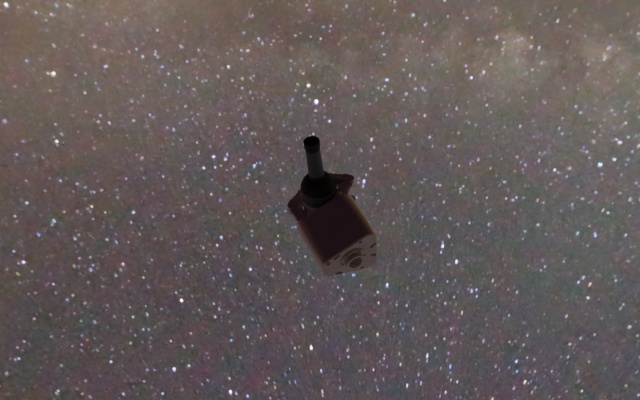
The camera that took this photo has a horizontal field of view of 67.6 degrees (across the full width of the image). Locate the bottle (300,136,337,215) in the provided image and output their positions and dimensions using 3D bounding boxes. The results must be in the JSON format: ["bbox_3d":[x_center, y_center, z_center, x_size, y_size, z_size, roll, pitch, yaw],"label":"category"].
[{"bbox_3d":[0.000,0.003,0.897,0.069,0.069,0.296,0,-44,8],"label":"bottle"}]
